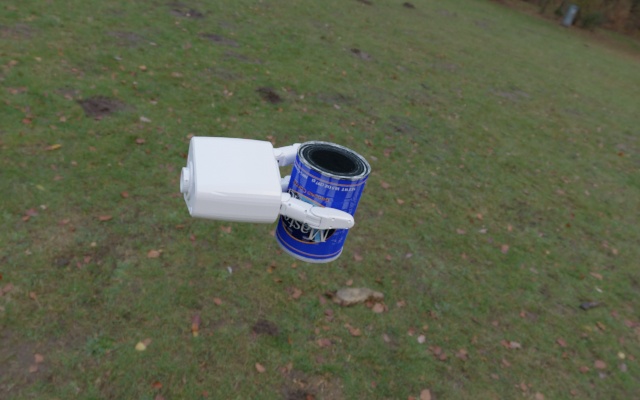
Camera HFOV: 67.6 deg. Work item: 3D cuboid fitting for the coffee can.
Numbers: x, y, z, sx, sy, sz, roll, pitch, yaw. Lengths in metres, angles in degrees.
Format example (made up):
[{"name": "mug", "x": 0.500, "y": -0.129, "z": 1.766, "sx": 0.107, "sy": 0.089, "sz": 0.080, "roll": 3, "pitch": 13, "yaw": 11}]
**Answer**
[{"name": "coffee can", "x": 0.000, "y": 0.002, "z": 0.671, "sx": 0.103, "sy": 0.140, "sz": 0.102, "roll": 13, "pitch": 30, "yaw": -8}]
